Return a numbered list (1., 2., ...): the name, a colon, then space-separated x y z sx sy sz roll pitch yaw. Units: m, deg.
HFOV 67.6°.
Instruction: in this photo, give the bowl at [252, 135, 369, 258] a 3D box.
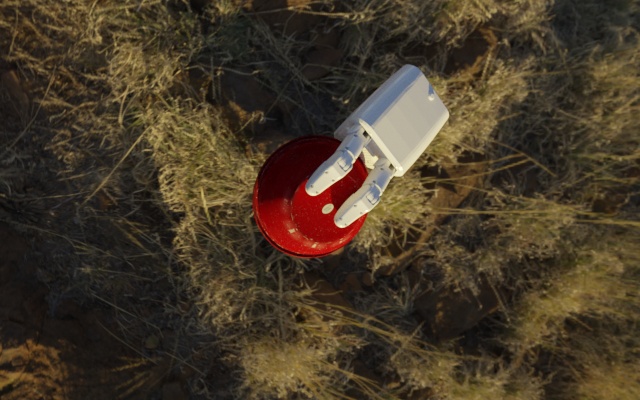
1. bowl: 0.000 0.003 0.591 0.162 0.162 0.055 0 12 -19
